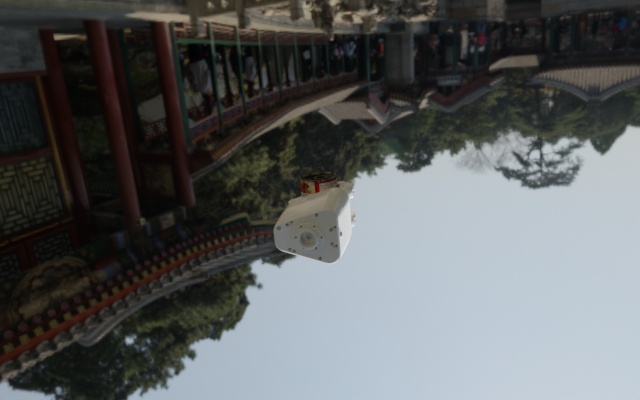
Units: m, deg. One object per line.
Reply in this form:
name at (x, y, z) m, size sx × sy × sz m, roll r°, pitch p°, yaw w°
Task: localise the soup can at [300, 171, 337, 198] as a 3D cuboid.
soup can at (0.000, 0.003, 0.876) m, size 0.068 × 0.102 × 0.068 m, roll -4°, pitch 17°, yaw 1°
